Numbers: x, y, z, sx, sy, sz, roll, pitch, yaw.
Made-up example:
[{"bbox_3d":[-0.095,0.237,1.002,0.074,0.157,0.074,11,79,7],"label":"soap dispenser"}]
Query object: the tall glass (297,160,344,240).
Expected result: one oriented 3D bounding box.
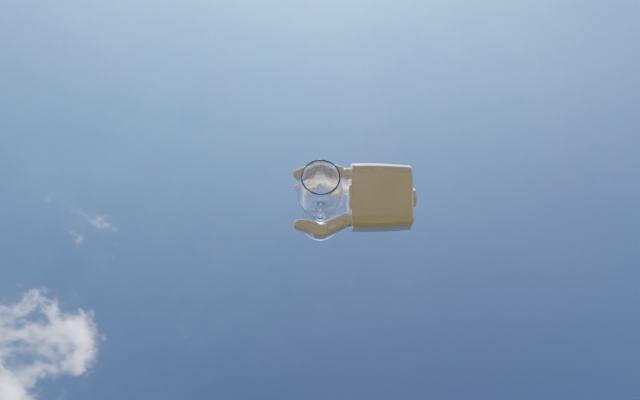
[{"bbox_3d":[0.000,0.003,0.834,0.079,0.079,0.201,0,-23,0],"label":"tall glass"}]
